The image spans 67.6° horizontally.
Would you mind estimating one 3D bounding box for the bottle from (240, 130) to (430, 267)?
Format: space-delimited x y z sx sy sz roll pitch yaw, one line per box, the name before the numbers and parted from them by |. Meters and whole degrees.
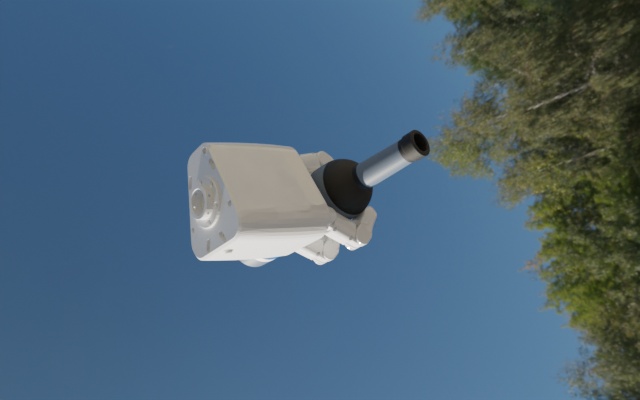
bottle | 0.000 0.002 0.543 0.069 0.069 0.296 0 -22 -43
